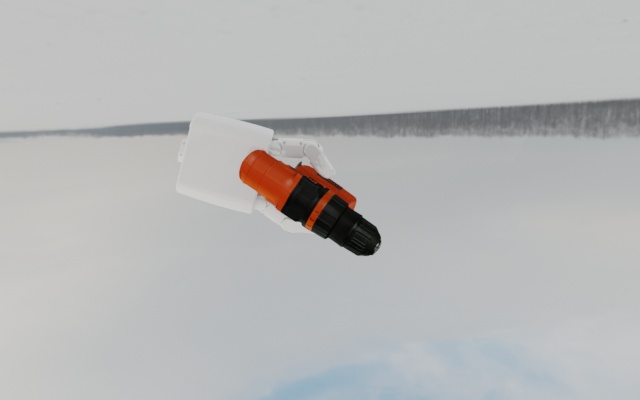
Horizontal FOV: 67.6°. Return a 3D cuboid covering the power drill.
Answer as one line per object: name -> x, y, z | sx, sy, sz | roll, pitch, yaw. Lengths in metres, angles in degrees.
power drill -> 0.000, 0.002, 0.612 | 0.184, 0.057, 0.187 | 35, 5, 7
